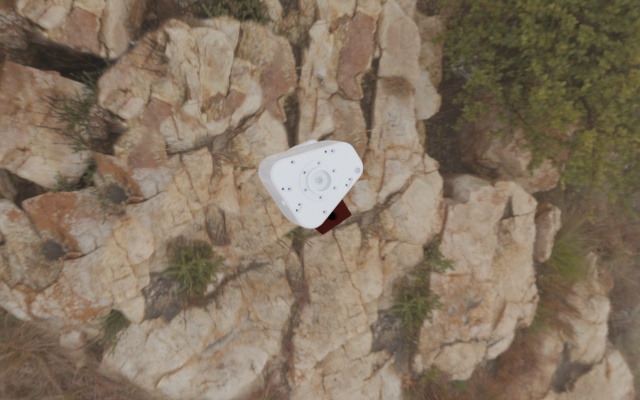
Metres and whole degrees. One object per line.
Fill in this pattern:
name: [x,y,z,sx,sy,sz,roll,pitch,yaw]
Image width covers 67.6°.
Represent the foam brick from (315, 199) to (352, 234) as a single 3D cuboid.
foam brick: [0.000,0.002,0.699,0.053,0.078,0.051,-34,12,-8]
